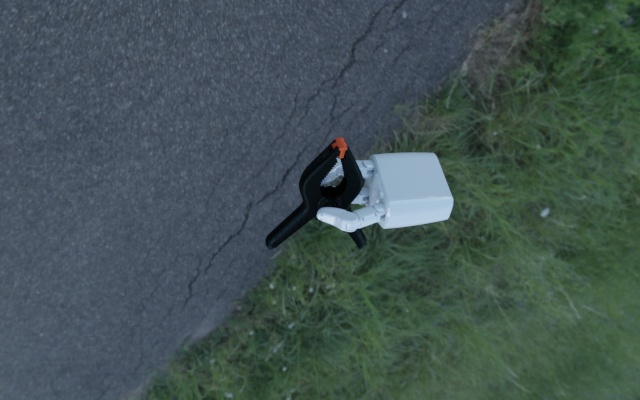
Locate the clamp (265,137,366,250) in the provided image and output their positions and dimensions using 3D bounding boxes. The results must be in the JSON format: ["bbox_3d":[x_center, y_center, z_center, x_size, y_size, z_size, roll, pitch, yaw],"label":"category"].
[{"bbox_3d":[0.001,0.002,0.710,0.164,0.210,0.036,-5,41,-11],"label":"clamp"}]
